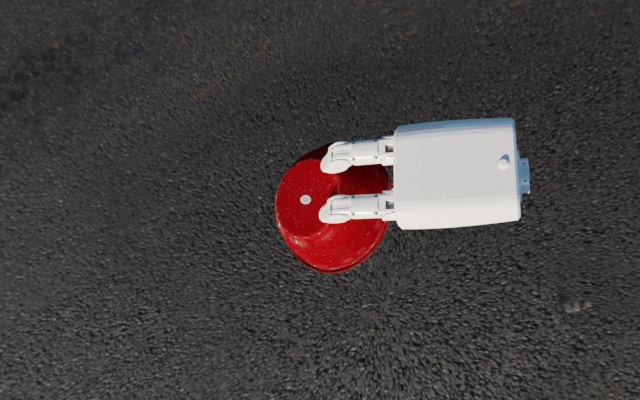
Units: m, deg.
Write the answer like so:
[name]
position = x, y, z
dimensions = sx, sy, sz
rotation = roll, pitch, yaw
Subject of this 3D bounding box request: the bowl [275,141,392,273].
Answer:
[bowl]
position = -0.001, 0.002, 0.556
dimensions = 0.162, 0.162, 0.055
rotation = 0, -10, 37
